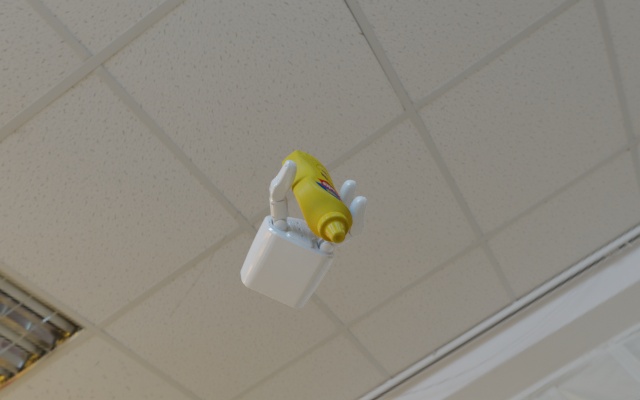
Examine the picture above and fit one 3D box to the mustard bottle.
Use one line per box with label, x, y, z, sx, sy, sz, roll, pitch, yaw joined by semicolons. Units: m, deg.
mustard bottle;0.000;0.002;0.680;0.058;0.096;0.191;-38;31;8
